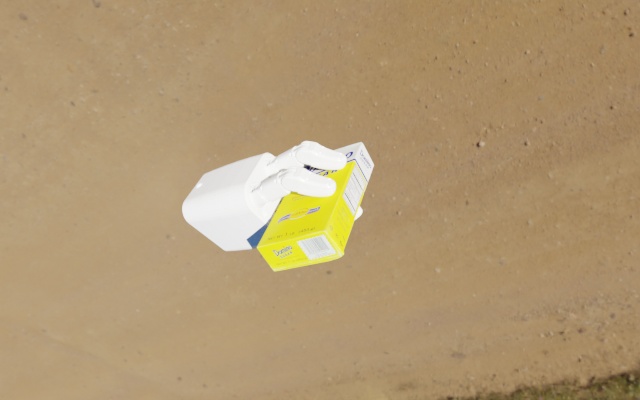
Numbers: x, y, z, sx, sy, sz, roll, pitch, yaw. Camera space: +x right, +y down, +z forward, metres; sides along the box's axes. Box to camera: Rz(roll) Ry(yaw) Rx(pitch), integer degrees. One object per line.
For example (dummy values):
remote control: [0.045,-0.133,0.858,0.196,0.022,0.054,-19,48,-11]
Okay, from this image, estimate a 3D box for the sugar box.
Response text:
sugar box: [0.000,0.002,0.570,0.093,0.048,0.176,-15,33,29]
